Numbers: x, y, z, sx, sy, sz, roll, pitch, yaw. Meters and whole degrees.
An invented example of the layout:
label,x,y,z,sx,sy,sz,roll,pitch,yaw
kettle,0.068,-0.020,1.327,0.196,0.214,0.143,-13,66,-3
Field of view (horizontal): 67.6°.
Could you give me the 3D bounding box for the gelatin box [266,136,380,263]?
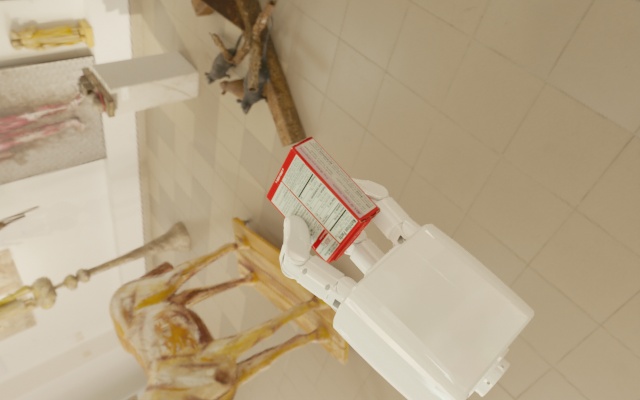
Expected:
label,x,y,z,sx,sy,sz,roll,pitch,yaw
gelatin box,0.000,0.001,0.417,0.030,0.089,0.073,-33,-16,-40
